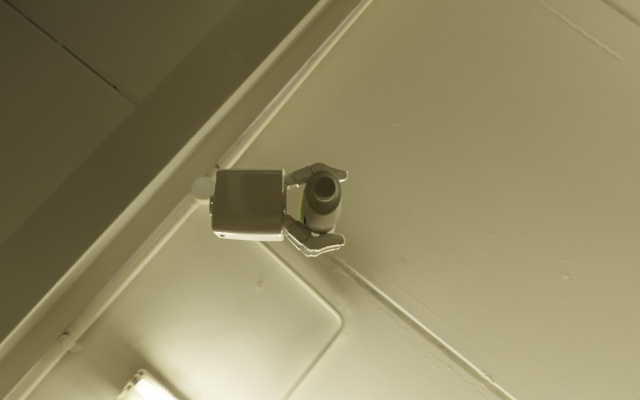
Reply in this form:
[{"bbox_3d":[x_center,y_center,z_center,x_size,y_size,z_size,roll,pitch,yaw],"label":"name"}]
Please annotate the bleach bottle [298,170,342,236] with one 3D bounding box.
[{"bbox_3d":[0.000,0.003,0.738,0.068,0.102,0.251,2,-13,-2],"label":"bleach bottle"}]
